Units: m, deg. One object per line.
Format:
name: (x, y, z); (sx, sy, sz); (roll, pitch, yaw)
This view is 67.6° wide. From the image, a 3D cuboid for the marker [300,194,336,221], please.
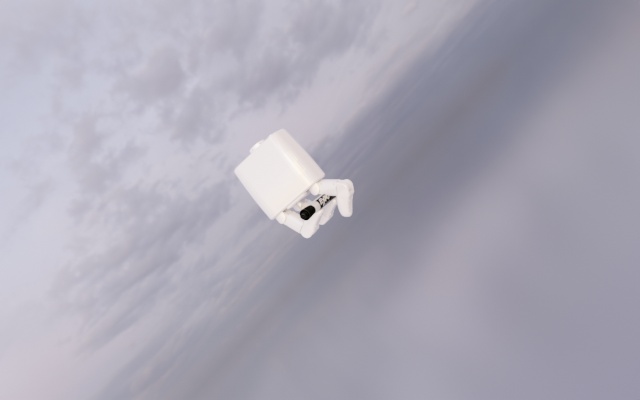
marker: (0.000, 0.003, 0.760); (0.020, 0.020, 0.121); (0, 21, 28)
